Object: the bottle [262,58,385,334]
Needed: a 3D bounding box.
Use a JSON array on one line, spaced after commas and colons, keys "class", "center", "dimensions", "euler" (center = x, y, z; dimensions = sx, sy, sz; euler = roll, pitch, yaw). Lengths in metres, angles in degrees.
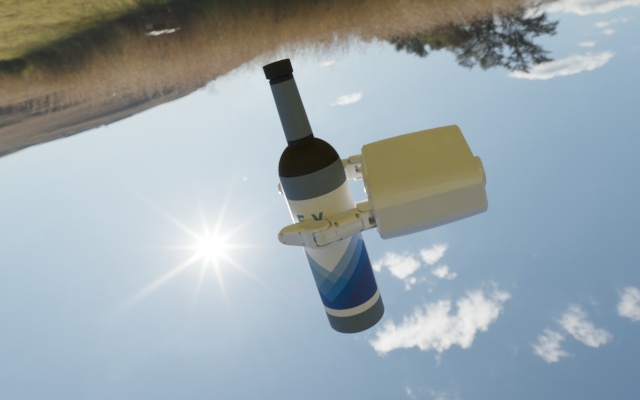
[{"class": "bottle", "center": [0.000, 0.002, 0.500], "dimensions": [0.069, 0.296, 0.069], "euler": [-15, 21, 6]}]
